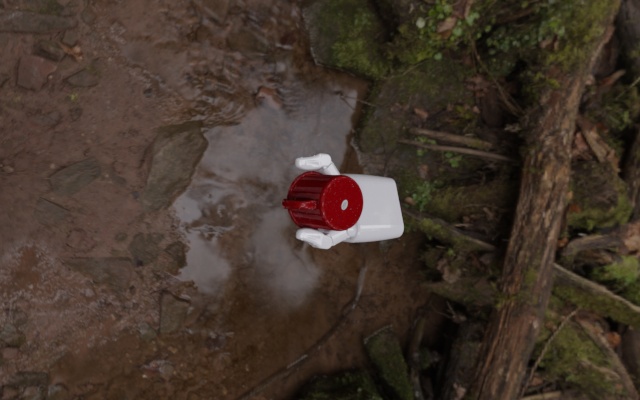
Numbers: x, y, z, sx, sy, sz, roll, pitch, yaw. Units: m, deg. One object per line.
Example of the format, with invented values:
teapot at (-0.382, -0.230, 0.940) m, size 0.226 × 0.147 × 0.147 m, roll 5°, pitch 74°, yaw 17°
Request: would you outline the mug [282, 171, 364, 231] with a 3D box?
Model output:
mug at (-0.001, 0.002, 0.705) m, size 0.117 × 0.093 × 0.081 m, roll 0°, pitch 3°, yaw -36°
